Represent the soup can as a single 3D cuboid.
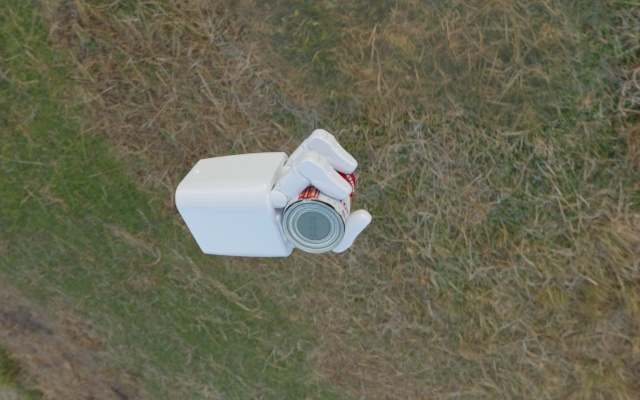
[{"bbox_3d":[0.001,0.002,0.525,0.068,0.068,0.102,0,31,11],"label":"soup can"}]
